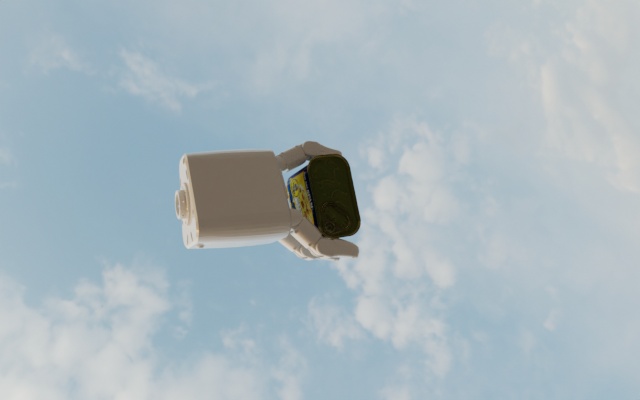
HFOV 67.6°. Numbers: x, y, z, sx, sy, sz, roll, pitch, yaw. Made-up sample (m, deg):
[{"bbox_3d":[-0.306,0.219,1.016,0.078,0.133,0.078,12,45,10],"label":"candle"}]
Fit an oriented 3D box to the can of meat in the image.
[{"bbox_3d":[0.000,0.002,0.604,0.057,0.102,0.084,-8,-8,-26],"label":"can of meat"}]
